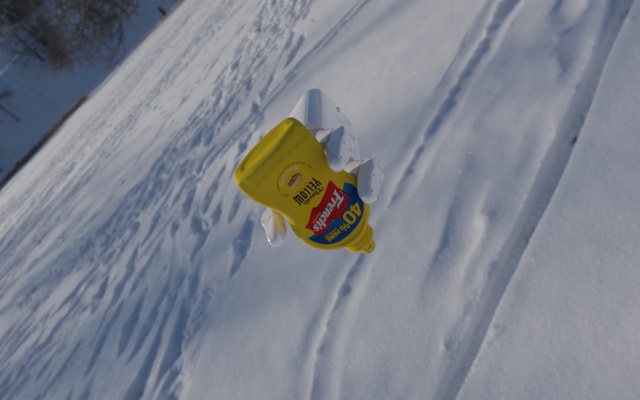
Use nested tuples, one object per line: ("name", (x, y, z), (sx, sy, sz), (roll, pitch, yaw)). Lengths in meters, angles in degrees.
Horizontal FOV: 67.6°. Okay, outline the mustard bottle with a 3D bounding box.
("mustard bottle", (0.000, 0.002, 0.548), (0.192, 0.096, 0.058), (43, 3, -29))
